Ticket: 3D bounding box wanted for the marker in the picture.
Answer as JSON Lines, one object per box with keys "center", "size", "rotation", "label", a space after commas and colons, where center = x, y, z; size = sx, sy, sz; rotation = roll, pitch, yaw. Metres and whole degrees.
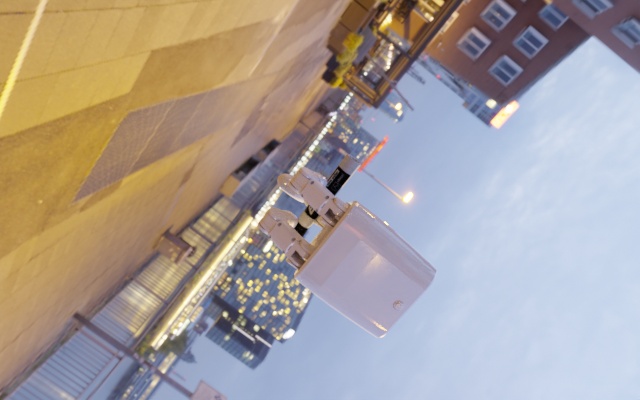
{"center": [0.000, 0.002, 0.523], "size": [0.020, 0.121, 0.020], "rotation": [35, 16, -11], "label": "marker"}
